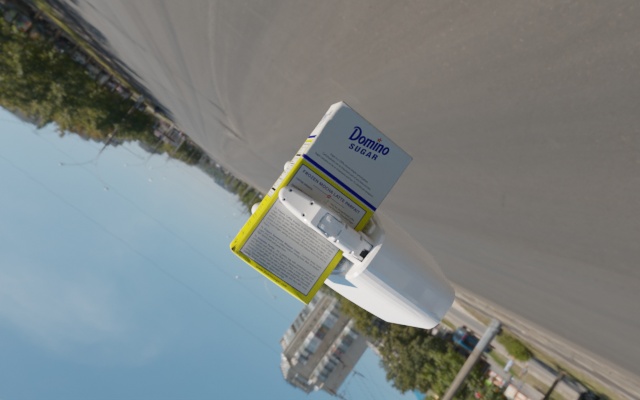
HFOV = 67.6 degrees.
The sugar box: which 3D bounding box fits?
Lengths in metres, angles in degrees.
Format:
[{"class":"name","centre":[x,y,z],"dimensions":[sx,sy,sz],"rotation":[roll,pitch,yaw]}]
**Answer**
[{"class":"sugar box","centre":[0.000,0.002,0.467],"dimensions":[0.093,0.176,0.048],"rotation":[37,-5,-14]}]
